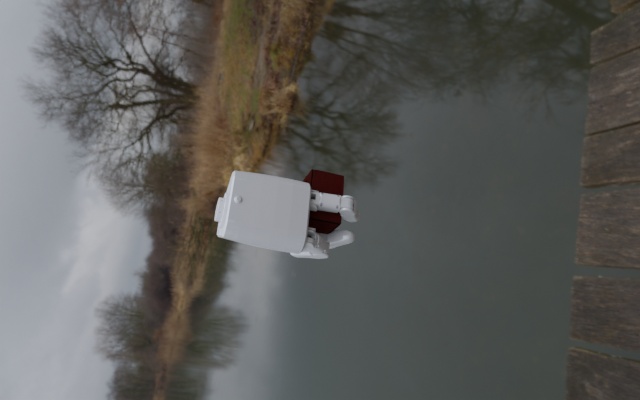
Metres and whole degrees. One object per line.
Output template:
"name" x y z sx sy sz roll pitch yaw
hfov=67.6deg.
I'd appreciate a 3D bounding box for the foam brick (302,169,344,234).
"foam brick" 0.000 0.002 0.692 0.051 0.078 0.053 11 -24 -15
